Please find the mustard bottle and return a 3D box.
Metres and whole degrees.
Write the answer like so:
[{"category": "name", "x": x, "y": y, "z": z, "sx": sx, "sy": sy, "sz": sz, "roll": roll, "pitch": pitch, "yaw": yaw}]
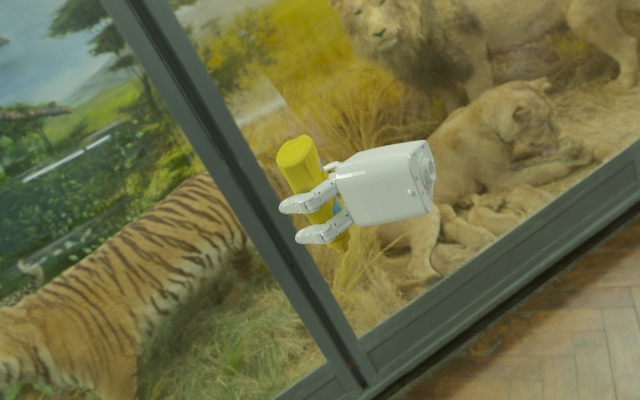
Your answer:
[{"category": "mustard bottle", "x": 0.000, "y": 0.002, "z": 0.718, "sx": 0.058, "sy": 0.192, "sz": 0.096, "roll": -22, "pitch": 27, "yaw": 9}]
